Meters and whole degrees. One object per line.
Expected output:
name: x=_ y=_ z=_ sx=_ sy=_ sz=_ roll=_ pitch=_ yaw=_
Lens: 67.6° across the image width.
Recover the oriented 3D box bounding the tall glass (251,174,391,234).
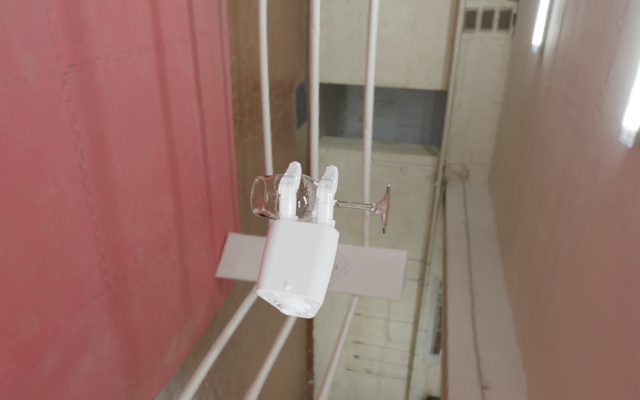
tall glass: x=0.001 y=0.002 z=0.714 sx=0.201 sy=0.079 sz=0.079 roll=6 pitch=1 yaw=12
